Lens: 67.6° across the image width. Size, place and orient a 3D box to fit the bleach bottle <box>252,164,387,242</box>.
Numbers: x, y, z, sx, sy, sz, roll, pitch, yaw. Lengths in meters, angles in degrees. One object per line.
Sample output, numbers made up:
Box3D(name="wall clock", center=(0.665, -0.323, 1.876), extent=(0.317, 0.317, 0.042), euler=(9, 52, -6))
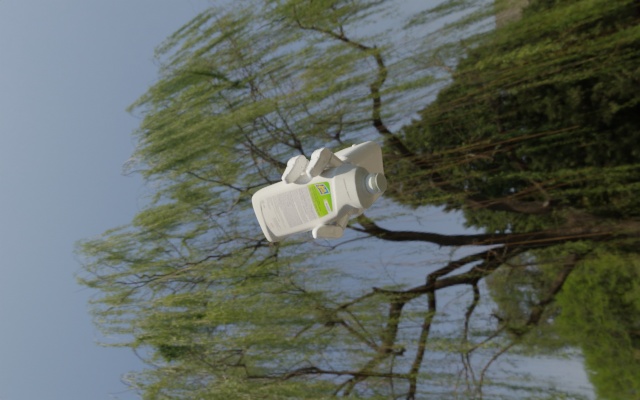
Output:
Box3D(name="bleach bottle", center=(0.000, 0.003, 0.785), extent=(0.251, 0.102, 0.068), euler=(-13, 14, 40))
